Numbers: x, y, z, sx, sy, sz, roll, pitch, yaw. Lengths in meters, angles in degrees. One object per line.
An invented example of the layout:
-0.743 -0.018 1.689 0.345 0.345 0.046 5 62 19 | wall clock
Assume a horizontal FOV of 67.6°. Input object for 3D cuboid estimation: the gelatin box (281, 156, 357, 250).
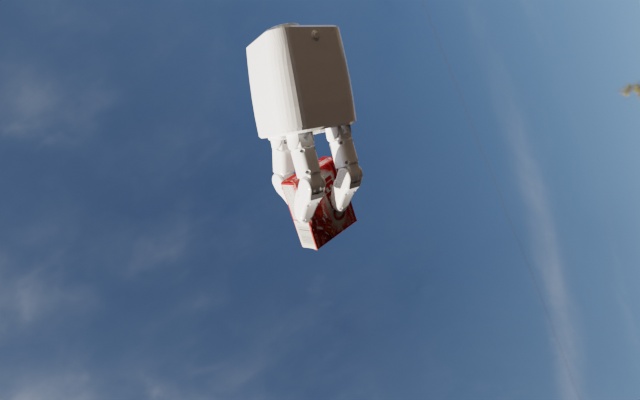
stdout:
0.000 0.002 0.563 0.030 0.089 0.073 6 31 47 | gelatin box
